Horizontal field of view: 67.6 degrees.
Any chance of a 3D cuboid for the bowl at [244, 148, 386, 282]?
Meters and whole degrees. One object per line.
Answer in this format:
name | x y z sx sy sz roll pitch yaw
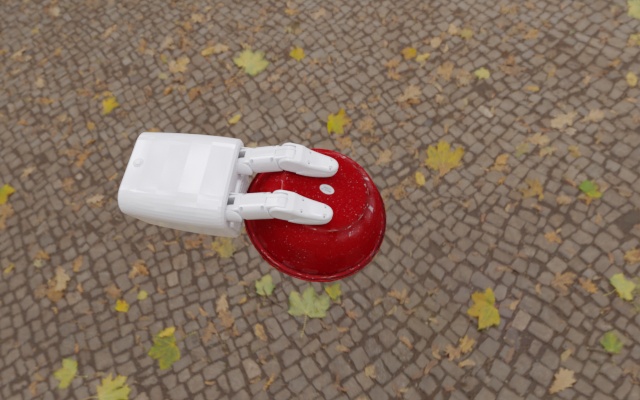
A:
bowl | 0.001 0.001 0.509 0.162 0.162 0.055 0 -26 -12
